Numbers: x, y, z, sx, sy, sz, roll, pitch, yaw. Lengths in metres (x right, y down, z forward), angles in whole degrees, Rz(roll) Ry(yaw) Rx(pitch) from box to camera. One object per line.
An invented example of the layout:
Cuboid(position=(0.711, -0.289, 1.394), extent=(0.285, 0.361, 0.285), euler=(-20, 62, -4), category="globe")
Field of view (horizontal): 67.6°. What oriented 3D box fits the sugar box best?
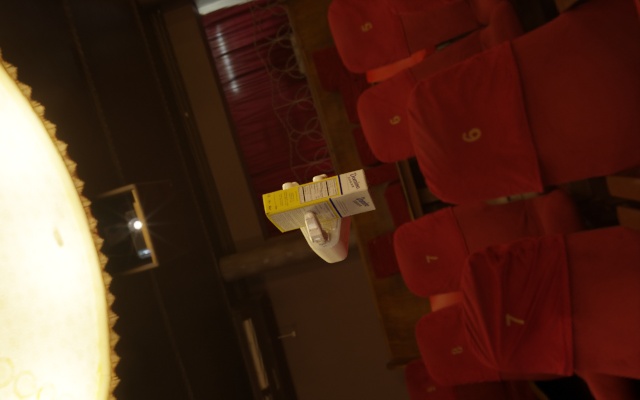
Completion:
Cuboid(position=(0.000, 0.002, 0.819), extent=(0.176, 0.048, 0.093), euler=(-16, -25, 8), category="sugar box")
